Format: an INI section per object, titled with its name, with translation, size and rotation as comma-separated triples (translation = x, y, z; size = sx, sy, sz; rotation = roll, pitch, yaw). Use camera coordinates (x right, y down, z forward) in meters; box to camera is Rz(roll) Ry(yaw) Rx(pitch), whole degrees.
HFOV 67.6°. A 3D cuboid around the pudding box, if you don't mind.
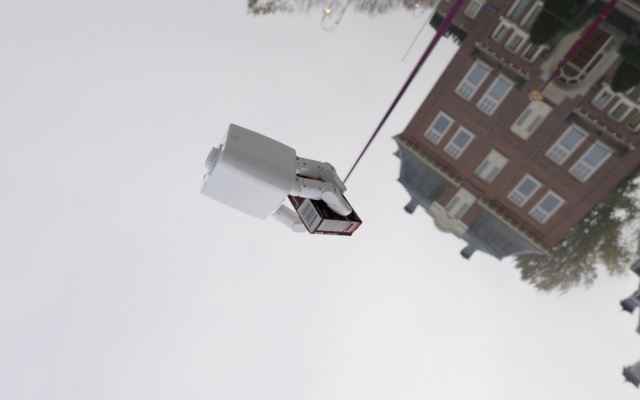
[pudding box]
translation = 0.000, 0.003, 0.733
size = 0.090, 0.113, 0.039
rotation = 6, -47, -43
